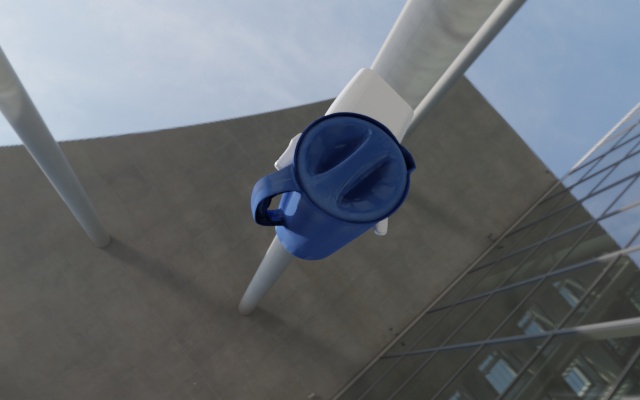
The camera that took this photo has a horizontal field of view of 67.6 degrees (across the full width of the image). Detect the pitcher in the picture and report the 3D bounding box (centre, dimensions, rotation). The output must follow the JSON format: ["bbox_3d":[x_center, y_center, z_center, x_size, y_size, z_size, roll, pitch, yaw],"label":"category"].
[{"bbox_3d":[0.000,0.002,0.618,0.149,0.145,0.243,31,-24,-2],"label":"pitcher"}]
